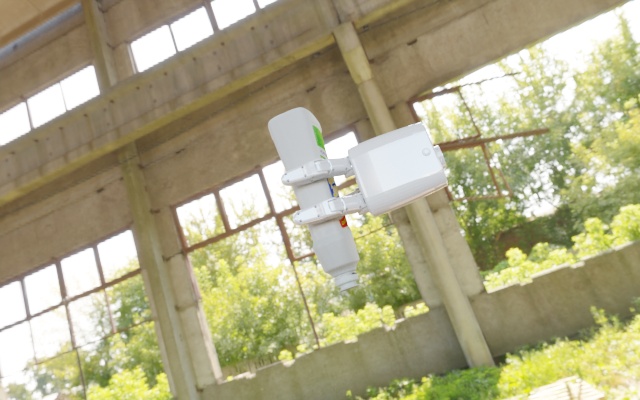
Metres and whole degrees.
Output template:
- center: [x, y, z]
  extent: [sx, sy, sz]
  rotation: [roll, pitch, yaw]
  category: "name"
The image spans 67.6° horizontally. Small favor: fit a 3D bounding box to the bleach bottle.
- center: [0.000, 0.002, 0.661]
  extent: [0.068, 0.250, 0.102]
  rotation: [-22, -15, 9]
  category: "bleach bottle"
